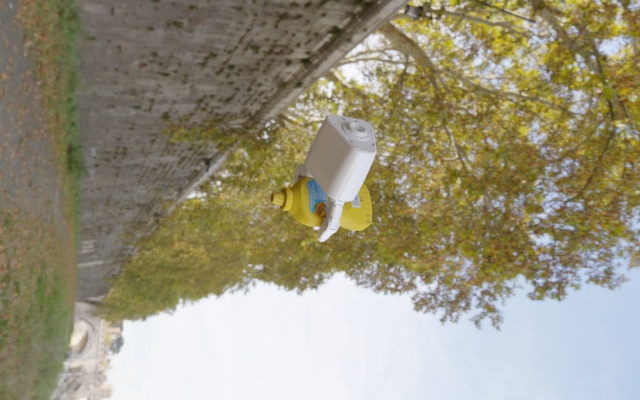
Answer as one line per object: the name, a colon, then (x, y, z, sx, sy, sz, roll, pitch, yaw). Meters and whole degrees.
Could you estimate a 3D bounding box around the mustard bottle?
mustard bottle: (0.000, 0.003, 0.891, 0.191, 0.096, 0.058, 5, -25, -25)
